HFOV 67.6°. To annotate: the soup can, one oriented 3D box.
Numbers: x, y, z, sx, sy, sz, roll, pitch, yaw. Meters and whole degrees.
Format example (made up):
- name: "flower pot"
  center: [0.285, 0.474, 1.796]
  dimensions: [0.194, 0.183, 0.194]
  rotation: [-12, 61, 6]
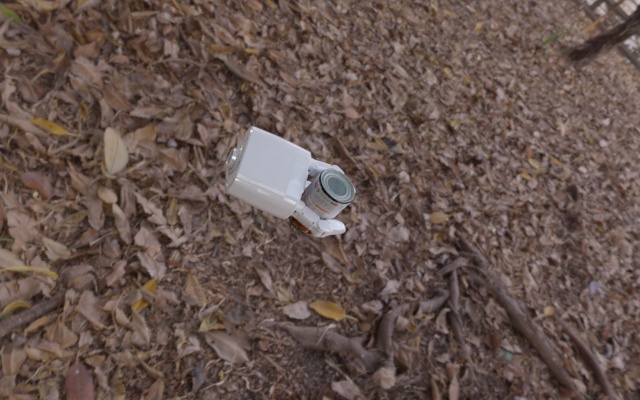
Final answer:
- name: "soup can"
  center: [0.001, 0.003, 0.777]
  dimensions: [0.068, 0.068, 0.102]
  rotation: [0, -32, -39]
